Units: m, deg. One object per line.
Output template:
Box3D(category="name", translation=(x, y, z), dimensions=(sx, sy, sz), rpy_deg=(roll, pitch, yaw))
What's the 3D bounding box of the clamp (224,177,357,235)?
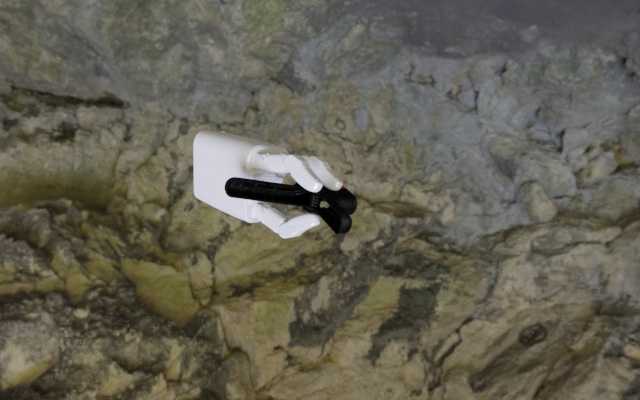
Box3D(category="clamp", translation=(0.000, 0.003, 0.627), dimensions=(0.164, 0.036, 0.210), rpy_deg=(21, 12, 27))
